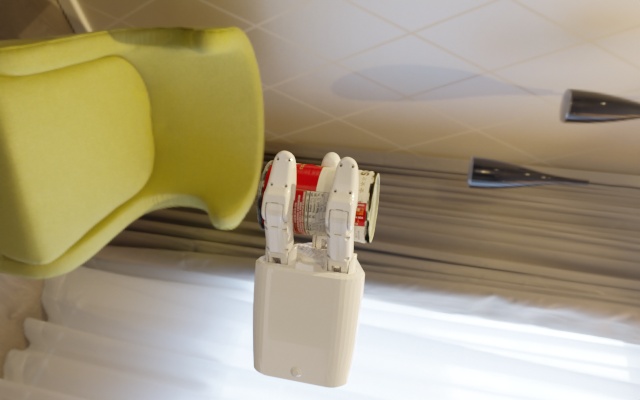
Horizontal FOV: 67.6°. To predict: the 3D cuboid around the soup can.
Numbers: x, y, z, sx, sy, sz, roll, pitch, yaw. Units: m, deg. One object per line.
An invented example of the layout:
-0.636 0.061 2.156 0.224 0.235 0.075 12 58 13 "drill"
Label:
0.000 0.001 0.445 0.102 0.068 0.068 7 1 11 "soup can"
